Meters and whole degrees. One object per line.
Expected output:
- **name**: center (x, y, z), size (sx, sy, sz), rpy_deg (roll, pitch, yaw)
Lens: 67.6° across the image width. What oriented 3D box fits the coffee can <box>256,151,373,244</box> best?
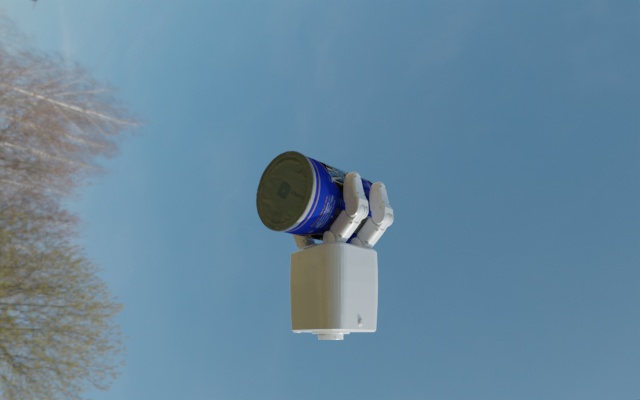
- **coffee can**: center (0.000, 0.002, 0.640), size (0.103, 0.103, 0.140), rpy_deg (0, -12, 44)
